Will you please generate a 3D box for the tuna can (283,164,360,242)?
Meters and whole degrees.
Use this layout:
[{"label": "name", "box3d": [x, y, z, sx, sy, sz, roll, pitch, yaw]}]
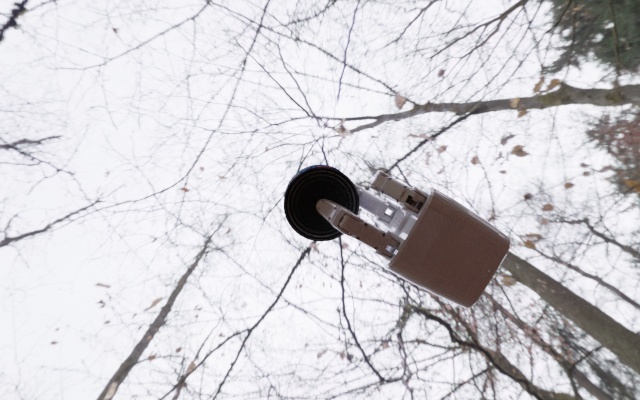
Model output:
[{"label": "tuna can", "box3d": [0.000, 0.002, 0.549, 0.086, 0.086, 0.033, 0, 11, -5]}]
